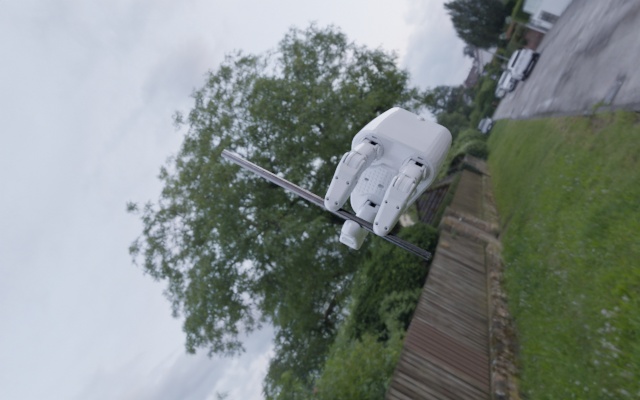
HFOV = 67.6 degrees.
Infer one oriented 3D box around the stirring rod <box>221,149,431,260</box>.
[{"bbox_3d":[0.000,0.002,0.487,0.239,0.011,0.011,27,6,13],"label":"stirring rod"}]
